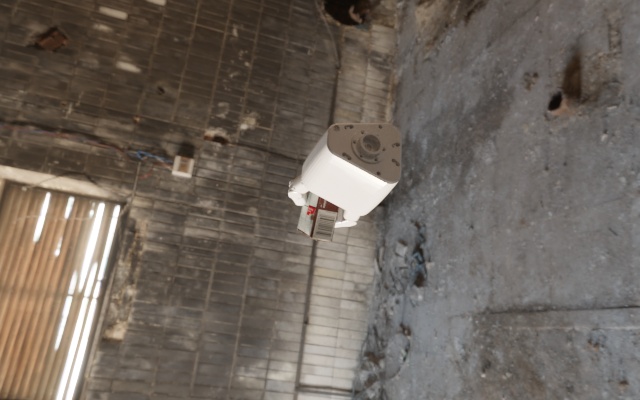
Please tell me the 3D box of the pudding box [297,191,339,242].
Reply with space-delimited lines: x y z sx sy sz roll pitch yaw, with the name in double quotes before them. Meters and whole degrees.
"pudding box" 0.000 0.002 0.753 0.039 0.113 0.090 13 1 -16
